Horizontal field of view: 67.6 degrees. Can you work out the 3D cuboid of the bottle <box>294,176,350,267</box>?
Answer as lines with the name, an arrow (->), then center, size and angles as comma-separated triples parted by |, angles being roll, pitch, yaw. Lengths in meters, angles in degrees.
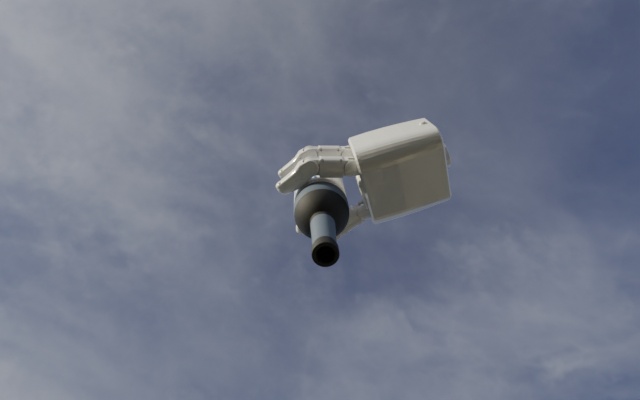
bottle -> 0.000, 0.002, 0.600 | 0.069, 0.069, 0.295 | 0, 20, -2
